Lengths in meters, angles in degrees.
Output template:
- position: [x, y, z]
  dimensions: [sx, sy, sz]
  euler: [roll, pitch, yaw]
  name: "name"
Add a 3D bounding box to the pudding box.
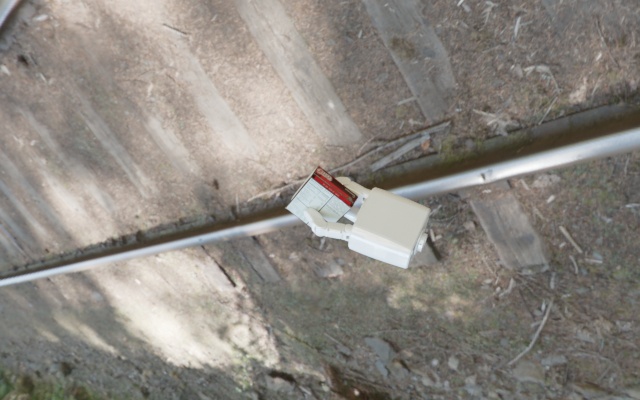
- position: [0.000, 0.003, 0.851]
  dimensions: [0.113, 0.090, 0.039]
  euler: [-47, 6, 46]
  name: "pudding box"
